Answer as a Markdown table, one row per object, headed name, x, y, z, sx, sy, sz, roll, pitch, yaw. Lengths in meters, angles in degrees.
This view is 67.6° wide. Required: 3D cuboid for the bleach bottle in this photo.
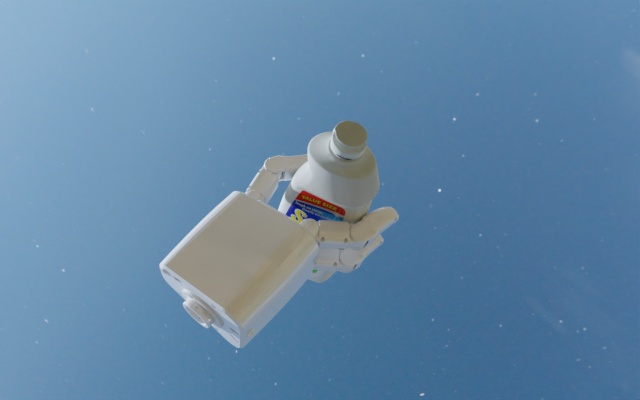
| name | x | y | z | sx | sy | sz | roll | pitch | yaw |
| --- | --- | --- | --- | --- | --- | --- | --- | --- | --- |
| bleach bottle | 0.000 | 0.002 | 0.512 | 0.102 | 0.068 | 0.251 | 35 | -30 | 11 |
